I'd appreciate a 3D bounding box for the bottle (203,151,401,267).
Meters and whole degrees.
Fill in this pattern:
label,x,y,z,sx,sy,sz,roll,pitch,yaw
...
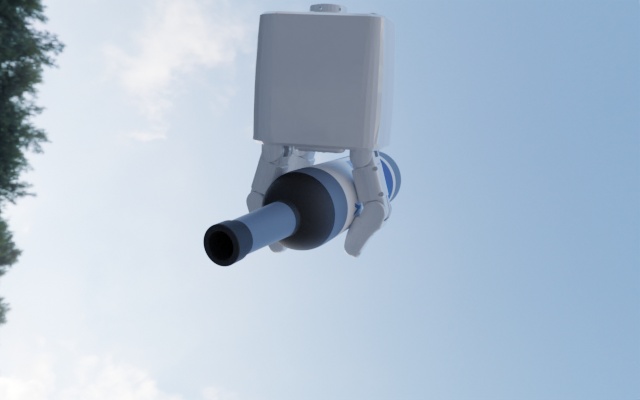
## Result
label,x,y,z,sx,sy,sz,roll,pitch,yaw
bottle,0.000,0.001,0.423,0.069,0.069,0.295,0,10,25
